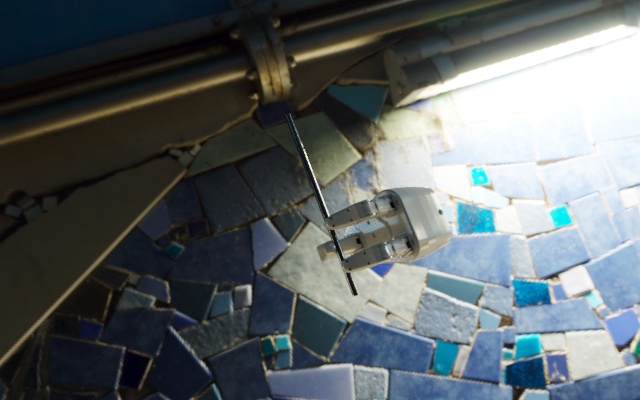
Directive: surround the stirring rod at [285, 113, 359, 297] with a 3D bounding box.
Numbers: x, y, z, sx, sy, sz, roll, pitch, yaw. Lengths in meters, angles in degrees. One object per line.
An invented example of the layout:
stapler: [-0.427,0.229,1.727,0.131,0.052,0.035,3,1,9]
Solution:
stirring rod: [0.000,0.002,0.585,0.011,0.239,0.011,-20,-10,-4]
